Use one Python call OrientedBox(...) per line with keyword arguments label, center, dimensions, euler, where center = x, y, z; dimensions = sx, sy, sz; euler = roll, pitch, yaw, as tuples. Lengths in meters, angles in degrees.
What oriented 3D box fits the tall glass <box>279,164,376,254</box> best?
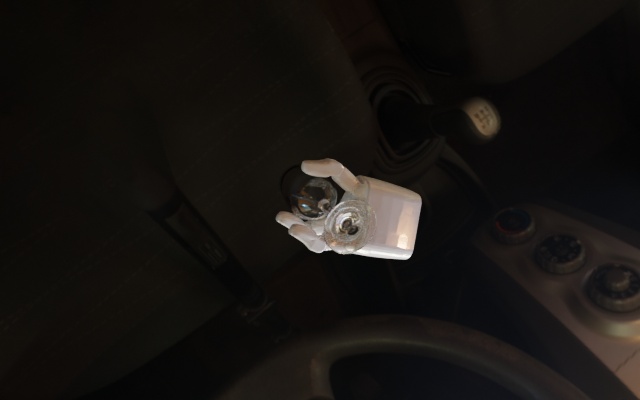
OrientedBox(label="tall glass", center=(0.000, 0.002, 0.689), dimensions=(0.079, 0.079, 0.201), euler=(0, 19, -24))
